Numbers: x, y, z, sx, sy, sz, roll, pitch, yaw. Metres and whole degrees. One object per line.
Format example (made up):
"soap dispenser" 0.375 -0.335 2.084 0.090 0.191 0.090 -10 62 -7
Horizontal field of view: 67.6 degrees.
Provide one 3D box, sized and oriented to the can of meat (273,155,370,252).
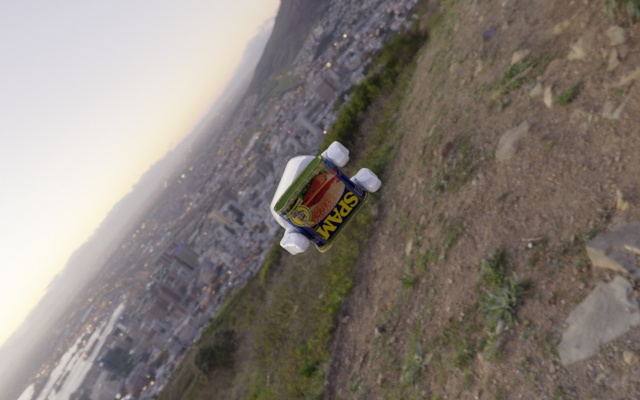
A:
"can of meat" 0.000 0.002 0.633 0.084 0.102 0.057 40 -1 -16
